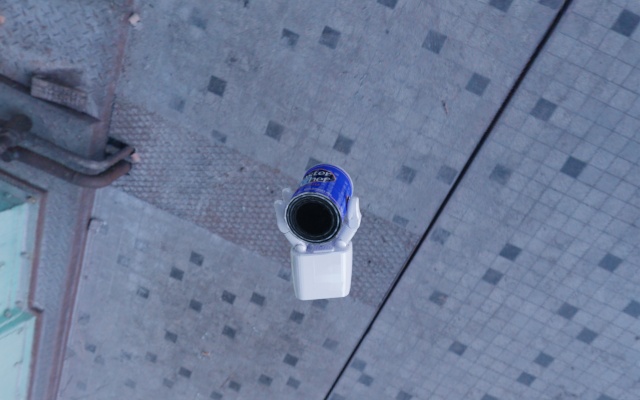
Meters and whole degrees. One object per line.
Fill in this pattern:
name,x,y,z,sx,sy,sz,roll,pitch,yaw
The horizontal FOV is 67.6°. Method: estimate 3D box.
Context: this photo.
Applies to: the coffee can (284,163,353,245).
coffee can,0.000,0.003,0.878,0.103,0.103,0.140,0,25,12
